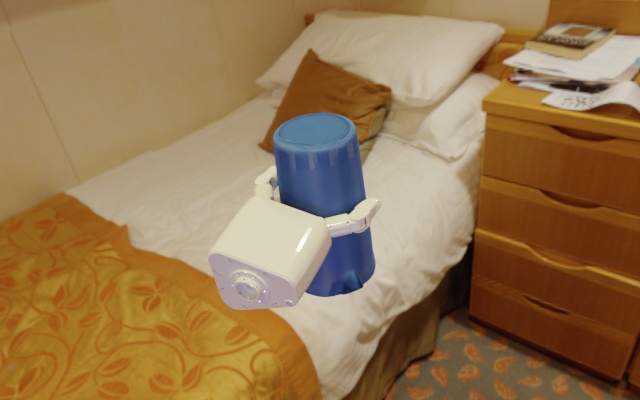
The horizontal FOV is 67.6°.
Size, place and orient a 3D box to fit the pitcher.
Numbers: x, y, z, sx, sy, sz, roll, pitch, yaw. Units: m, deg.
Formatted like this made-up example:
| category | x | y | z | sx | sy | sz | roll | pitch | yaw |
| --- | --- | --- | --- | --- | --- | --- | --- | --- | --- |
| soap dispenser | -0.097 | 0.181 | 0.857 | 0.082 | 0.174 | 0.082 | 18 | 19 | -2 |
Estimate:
| category | x | y | z | sx | sy | sz | roll | pitch | yaw |
| --- | --- | --- | --- | --- | --- | --- | --- | --- | --- |
| pitcher | 0.000 | 0.002 | 0.677 | 0.149 | 0.243 | 0.145 | 7 | 37 | 21 |
